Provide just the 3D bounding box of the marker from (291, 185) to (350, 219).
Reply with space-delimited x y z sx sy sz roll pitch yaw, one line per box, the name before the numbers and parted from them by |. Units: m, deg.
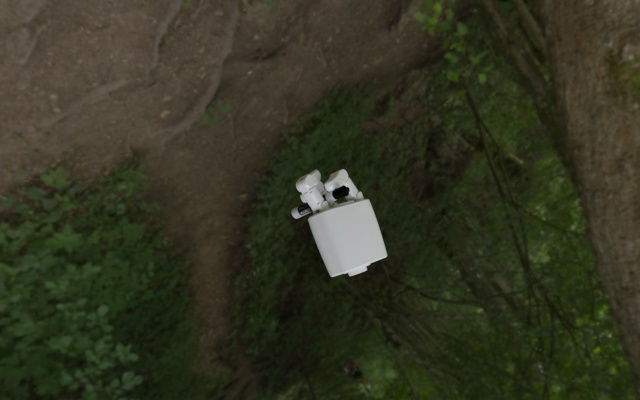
marker | 0.000 0.003 0.801 0.121 0.020 0.020 -25 -15 35
